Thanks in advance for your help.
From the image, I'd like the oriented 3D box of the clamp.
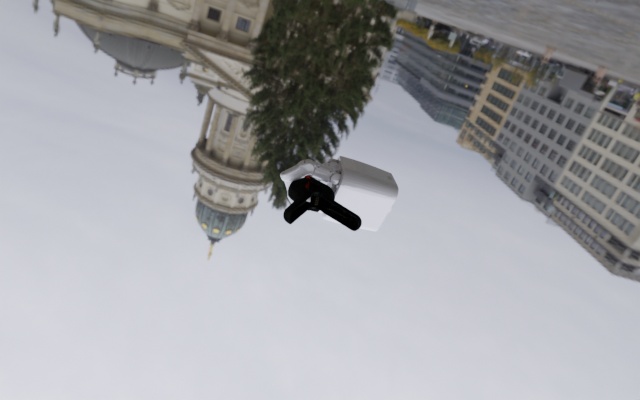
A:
[{"bbox_3d":[0.000,0.003,0.773,0.120,0.039,0.171,16,23,-10],"label":"clamp"}]
